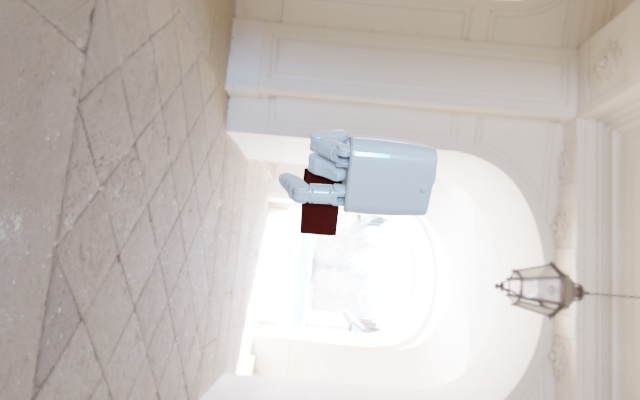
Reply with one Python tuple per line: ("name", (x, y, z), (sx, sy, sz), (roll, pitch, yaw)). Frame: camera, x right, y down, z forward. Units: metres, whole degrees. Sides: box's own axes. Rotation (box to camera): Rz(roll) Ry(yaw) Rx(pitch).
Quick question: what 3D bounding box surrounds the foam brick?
("foam brick", (0.000, 0.002, 0.653), (0.051, 0.078, 0.053), (4, 28, -1))
